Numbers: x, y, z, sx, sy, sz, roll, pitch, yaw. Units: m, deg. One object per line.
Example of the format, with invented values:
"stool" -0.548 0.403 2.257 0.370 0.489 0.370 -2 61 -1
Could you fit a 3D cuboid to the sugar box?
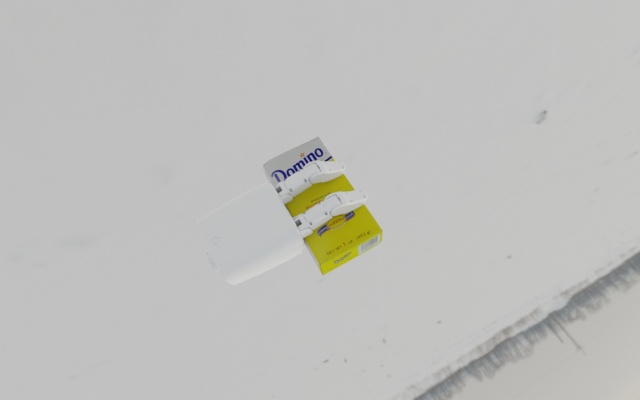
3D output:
"sugar box" 0.000 0.002 0.645 0.093 0.176 0.048 -28 -26 -10
